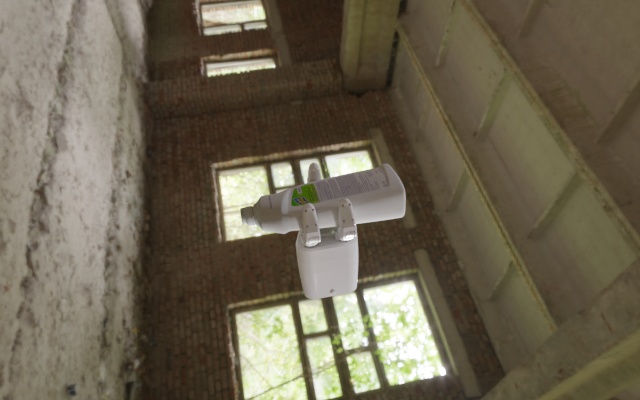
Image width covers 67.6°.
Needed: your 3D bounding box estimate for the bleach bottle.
[{"bbox_3d":[0.000,0.002,0.754,0.251,0.068,0.102,-9,30,-7],"label":"bleach bottle"}]
